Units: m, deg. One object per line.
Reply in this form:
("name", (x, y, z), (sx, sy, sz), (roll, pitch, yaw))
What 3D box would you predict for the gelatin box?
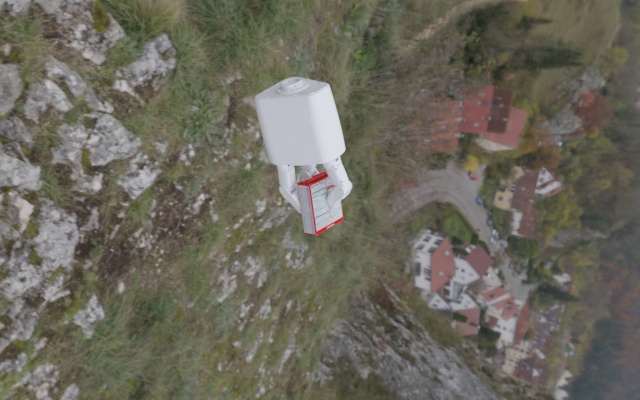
("gelatin box", (0.001, 0.003, 0.773), (0.030, 0.089, 0.073), (6, 23, 39))
